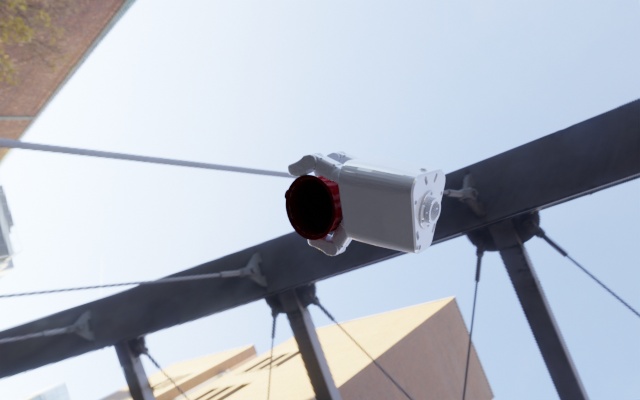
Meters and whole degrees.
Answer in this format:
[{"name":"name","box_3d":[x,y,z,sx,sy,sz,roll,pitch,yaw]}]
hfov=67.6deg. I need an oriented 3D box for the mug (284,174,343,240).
[{"name":"mug","box_3d":[-0.001,0.002,0.706,0.117,0.093,0.081,15,17,37]}]
